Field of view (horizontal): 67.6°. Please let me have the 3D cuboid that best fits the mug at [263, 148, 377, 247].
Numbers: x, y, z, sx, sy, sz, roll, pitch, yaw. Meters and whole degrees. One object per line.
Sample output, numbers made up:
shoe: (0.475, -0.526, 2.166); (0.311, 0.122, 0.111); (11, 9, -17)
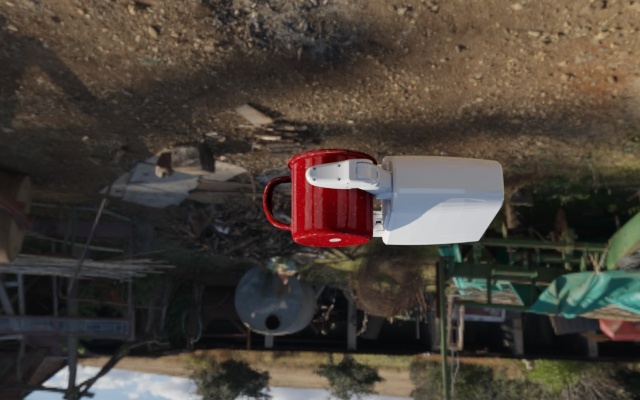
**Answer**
mug: (-0.001, 0.002, 0.483); (0.117, 0.081, 0.093); (-1, -14, 3)
